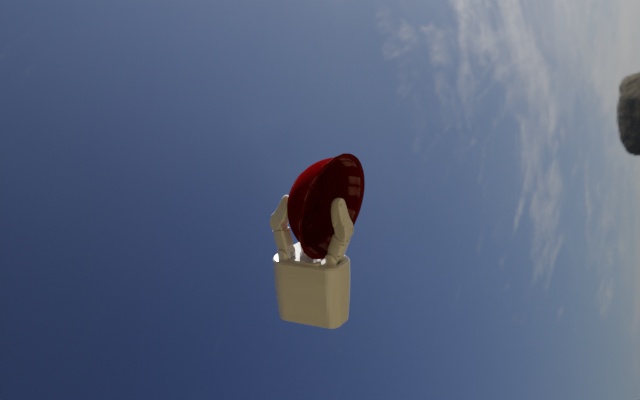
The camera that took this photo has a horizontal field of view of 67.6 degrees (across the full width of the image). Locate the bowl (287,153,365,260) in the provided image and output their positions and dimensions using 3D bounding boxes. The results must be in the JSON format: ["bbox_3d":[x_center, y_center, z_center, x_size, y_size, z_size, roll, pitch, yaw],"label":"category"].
[{"bbox_3d":[0.000,0.001,0.705,0.055,0.162,0.162,22,11,31],"label":"bowl"}]
